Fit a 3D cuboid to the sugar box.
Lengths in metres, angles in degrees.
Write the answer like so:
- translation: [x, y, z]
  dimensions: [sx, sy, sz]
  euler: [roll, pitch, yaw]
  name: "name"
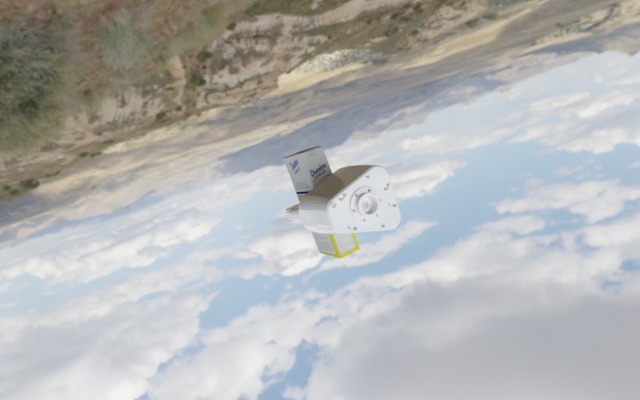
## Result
- translation: [0.001, 0.002, 0.776]
  dimensions: [0.048, 0.176, 0.093]
  euler: [-21, 8, -21]
  name: "sugar box"
